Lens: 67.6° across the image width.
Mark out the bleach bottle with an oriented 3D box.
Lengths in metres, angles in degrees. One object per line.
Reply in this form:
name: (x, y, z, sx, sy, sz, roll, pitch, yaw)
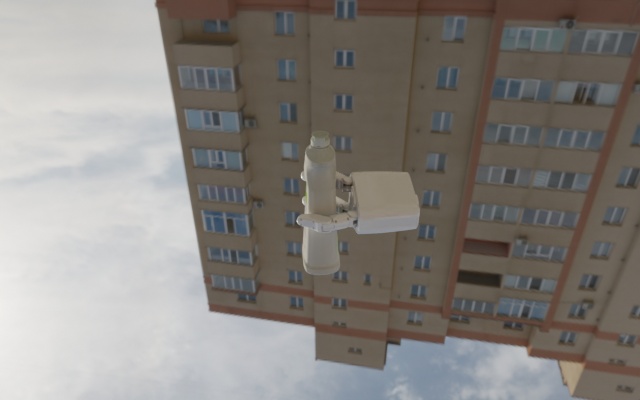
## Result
bleach bottle: (0.000, 0.003, 0.839, 0.068, 0.251, 0.102, -3, 32, -5)
